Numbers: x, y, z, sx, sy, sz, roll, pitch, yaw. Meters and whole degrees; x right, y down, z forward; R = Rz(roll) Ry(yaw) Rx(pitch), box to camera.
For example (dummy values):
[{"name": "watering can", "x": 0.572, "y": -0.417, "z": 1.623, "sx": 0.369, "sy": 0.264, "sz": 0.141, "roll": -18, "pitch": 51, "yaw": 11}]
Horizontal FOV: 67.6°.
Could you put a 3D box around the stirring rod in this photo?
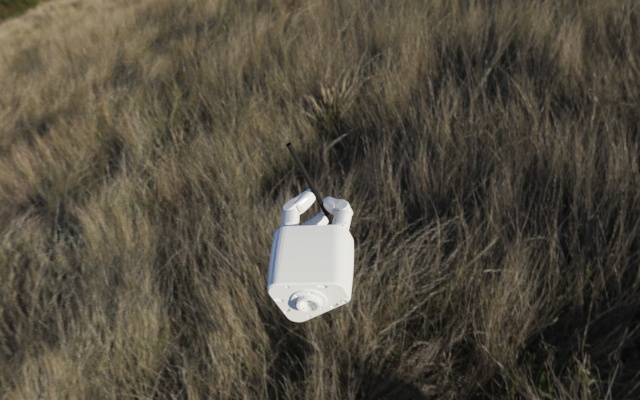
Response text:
[{"name": "stirring rod", "x": 0.000, "y": 0.003, "z": 0.764, "sx": 0.011, "sy": 0.011, "sz": 0.240, "roll": 0, "pitch": -44, "yaw": 33}]
